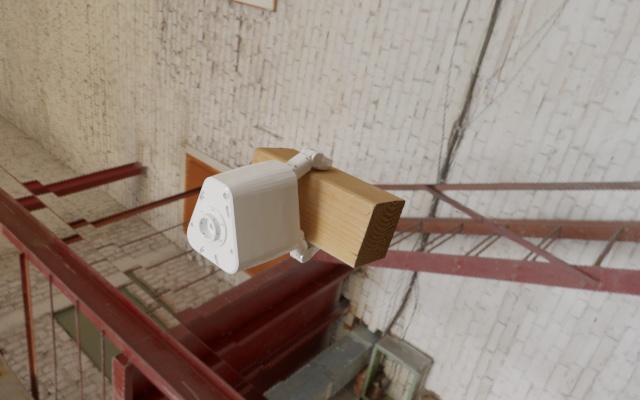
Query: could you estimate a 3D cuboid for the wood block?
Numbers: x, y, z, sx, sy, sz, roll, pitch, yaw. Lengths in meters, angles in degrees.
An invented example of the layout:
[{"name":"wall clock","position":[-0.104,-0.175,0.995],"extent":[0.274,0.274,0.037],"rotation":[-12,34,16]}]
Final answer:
[{"name":"wood block","position":[0.000,0.002,0.670],"extent":[0.206,0.091,0.090],"rotation":[27,19,31]}]
